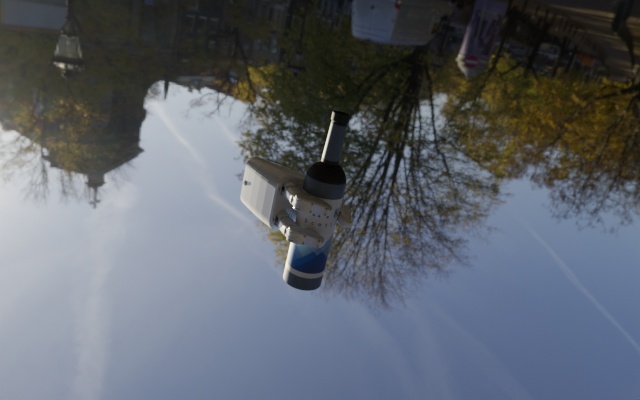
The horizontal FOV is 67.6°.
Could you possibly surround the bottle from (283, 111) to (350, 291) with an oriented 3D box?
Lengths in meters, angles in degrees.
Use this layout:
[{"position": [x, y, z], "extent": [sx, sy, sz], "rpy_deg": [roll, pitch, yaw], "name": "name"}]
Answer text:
[{"position": [0.000, 0.003, 0.770], "extent": [0.069, 0.296, 0.069], "rpy_deg": [12, 20, -4], "name": "bottle"}]
